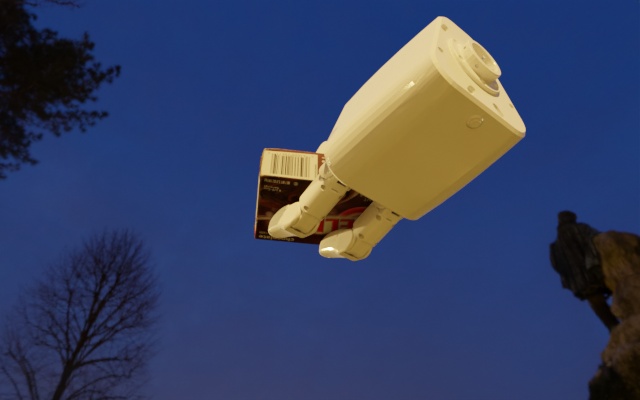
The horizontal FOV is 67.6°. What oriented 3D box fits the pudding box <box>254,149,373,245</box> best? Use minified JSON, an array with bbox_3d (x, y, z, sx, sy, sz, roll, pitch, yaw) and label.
[{"bbox_3d":[0.000,0.001,0.426,0.113,0.039,0.090,8,-41,-5],"label":"pudding box"}]
